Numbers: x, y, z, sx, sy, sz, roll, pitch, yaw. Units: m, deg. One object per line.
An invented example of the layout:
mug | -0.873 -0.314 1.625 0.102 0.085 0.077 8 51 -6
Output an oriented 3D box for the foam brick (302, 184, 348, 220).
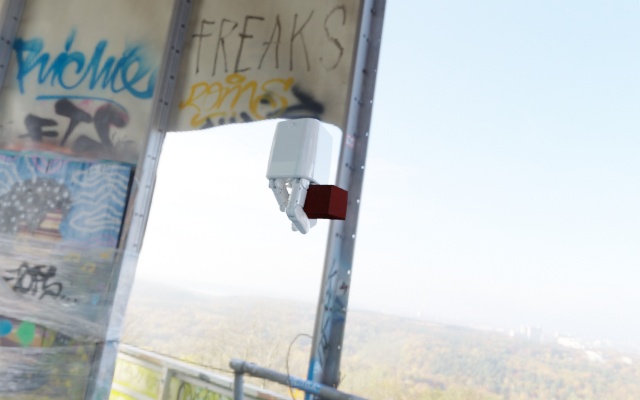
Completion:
foam brick | 0.000 0.003 0.809 0.078 0.051 0.053 1 -14 36
